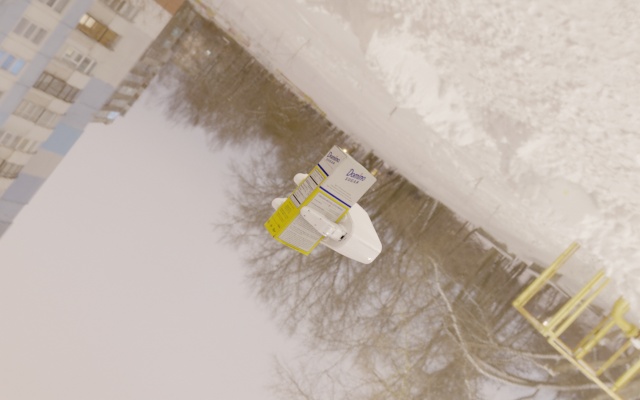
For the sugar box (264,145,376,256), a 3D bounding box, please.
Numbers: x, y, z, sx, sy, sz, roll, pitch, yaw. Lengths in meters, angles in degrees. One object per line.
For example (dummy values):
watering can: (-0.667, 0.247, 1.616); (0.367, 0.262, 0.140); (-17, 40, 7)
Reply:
sugar box: (0.000, 0.002, 0.779); (0.093, 0.176, 0.048); (33, 11, -47)
